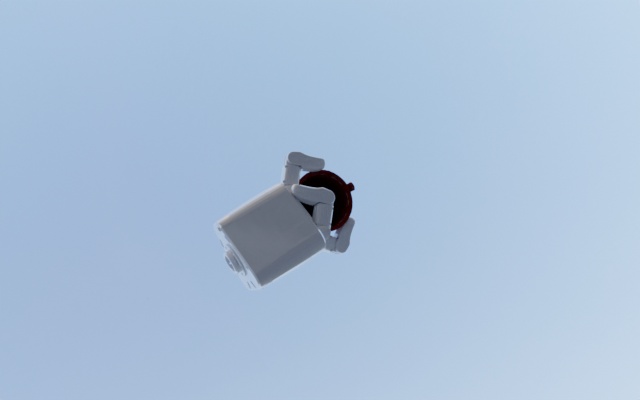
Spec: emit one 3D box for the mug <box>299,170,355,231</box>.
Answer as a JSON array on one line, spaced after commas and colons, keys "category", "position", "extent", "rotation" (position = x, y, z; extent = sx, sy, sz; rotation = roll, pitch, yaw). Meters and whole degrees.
[{"category": "mug", "position": [0.001, 0.002, 0.734], "extent": [0.117, 0.093, 0.081], "rotation": [-30, 0, -24]}]
